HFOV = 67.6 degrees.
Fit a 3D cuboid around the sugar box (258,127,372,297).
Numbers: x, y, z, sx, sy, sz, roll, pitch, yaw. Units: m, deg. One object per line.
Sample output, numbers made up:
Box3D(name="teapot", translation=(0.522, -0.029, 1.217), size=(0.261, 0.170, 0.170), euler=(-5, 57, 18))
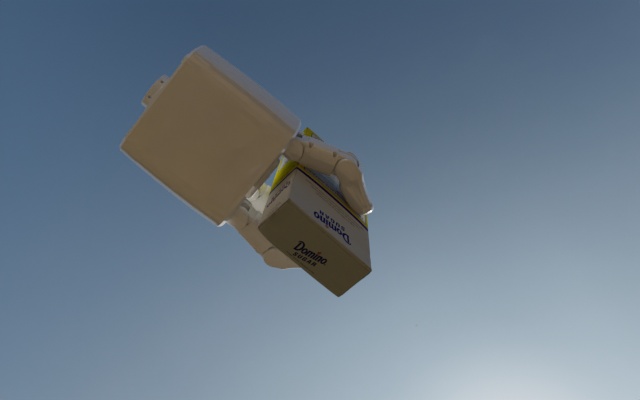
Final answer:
Box3D(name="sugar box", translation=(0.000, 0.002, 0.448), size=(0.048, 0.093, 0.176), euler=(-42, 16, 23))
